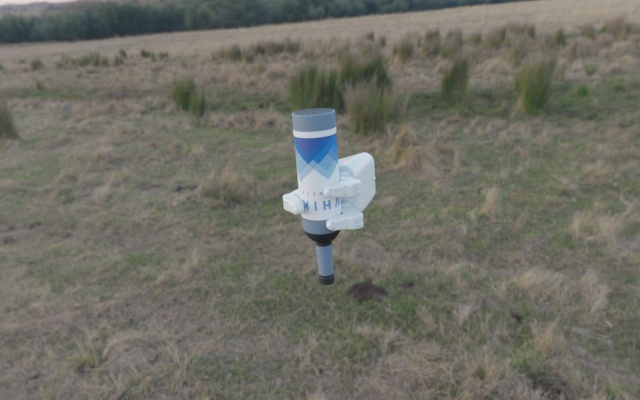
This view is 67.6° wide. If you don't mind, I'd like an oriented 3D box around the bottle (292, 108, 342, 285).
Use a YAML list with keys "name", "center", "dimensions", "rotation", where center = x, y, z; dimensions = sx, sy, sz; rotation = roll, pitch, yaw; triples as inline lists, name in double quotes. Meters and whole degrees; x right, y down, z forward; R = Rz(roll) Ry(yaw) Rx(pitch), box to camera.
- name: "bottle"
  center: [0.000, 0.002, 0.780]
  dimensions: [0.069, 0.296, 0.069]
  rotation: [-4, 20, 1]
